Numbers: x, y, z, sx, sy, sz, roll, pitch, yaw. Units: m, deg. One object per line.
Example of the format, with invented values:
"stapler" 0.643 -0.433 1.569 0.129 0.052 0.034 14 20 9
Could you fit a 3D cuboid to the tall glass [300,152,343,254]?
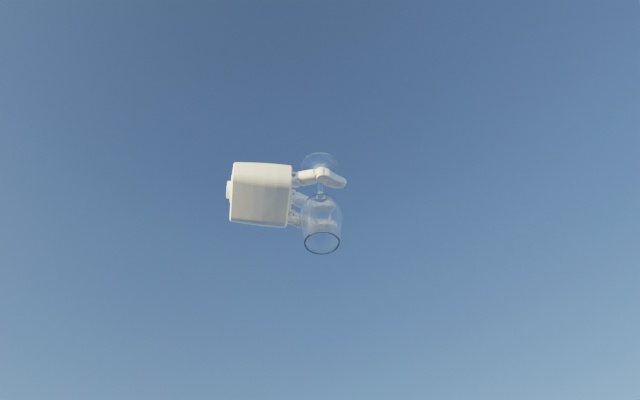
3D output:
"tall glass" 0.000 0.002 0.889 0.079 0.200 0.079 -1 -44 -1
